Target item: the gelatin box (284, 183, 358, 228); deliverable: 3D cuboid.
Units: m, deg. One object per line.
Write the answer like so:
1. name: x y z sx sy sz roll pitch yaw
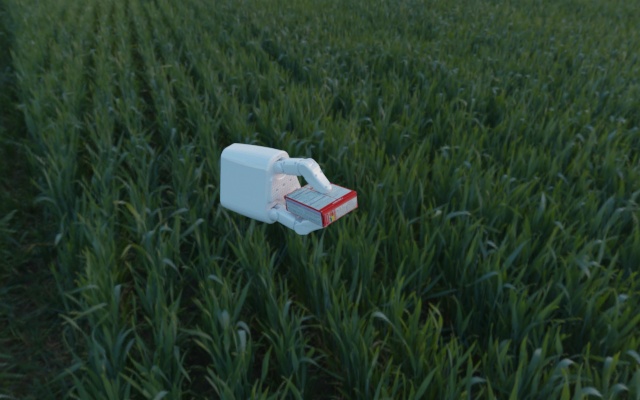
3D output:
1. gelatin box: 0.000 0.002 0.726 0.073 0.030 0.089 -29 34 -34
